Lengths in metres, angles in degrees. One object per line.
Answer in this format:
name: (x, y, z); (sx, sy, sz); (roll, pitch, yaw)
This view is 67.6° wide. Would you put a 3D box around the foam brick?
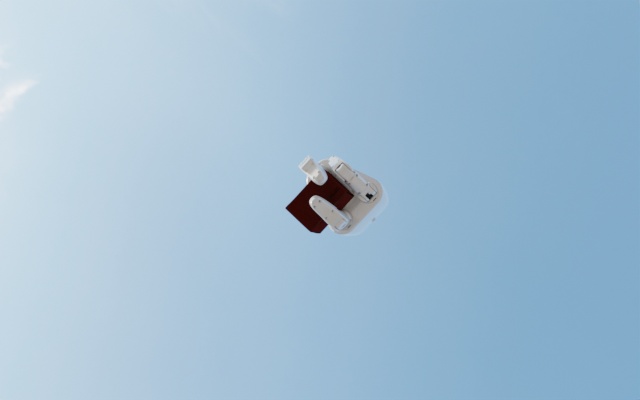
foam brick: (0.000, 0.002, 0.680); (0.053, 0.078, 0.051); (45, 6, 15)
